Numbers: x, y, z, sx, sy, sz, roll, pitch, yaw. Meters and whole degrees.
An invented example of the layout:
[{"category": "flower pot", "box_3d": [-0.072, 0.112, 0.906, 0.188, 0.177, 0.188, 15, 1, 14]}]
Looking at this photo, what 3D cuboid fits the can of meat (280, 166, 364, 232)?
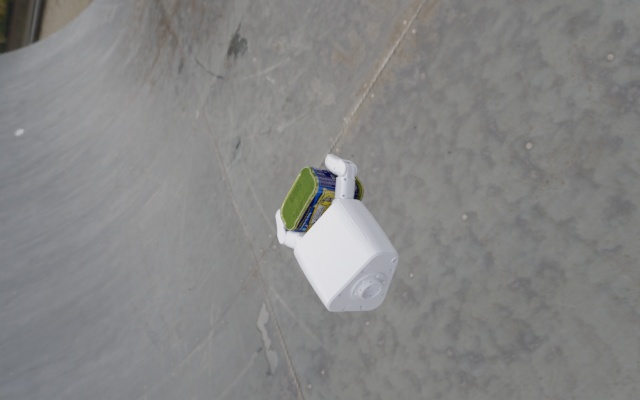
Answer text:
[{"category": "can of meat", "box_3d": [0.000, 0.002, 0.695, 0.084, 0.102, 0.057, 8, 36, -35]}]
